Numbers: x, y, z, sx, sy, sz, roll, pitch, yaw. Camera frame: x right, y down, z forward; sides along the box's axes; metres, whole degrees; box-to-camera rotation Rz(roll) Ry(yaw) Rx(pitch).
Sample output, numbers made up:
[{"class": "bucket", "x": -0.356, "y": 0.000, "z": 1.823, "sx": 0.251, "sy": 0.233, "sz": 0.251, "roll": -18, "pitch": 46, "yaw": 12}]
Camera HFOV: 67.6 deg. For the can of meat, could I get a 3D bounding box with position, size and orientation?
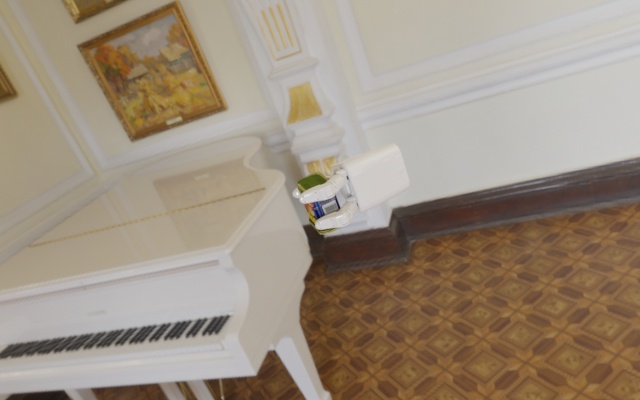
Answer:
[{"class": "can of meat", "x": 0.000, "y": 0.003, "z": 0.872, "sx": 0.057, "sy": 0.084, "sz": 0.102, "roll": -24, "pitch": 21, "yaw": -9}]
